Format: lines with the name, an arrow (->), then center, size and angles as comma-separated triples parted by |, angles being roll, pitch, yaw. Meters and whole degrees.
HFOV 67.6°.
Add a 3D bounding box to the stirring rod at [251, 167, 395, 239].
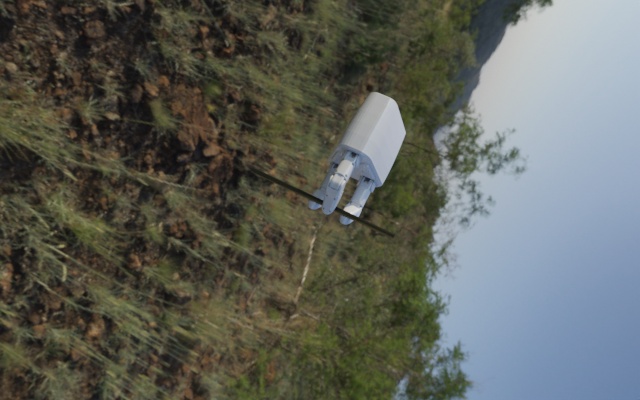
stirring rod -> 0.000, 0.002, 0.717 | 0.239, 0.011, 0.011 | 25, 6, 12
